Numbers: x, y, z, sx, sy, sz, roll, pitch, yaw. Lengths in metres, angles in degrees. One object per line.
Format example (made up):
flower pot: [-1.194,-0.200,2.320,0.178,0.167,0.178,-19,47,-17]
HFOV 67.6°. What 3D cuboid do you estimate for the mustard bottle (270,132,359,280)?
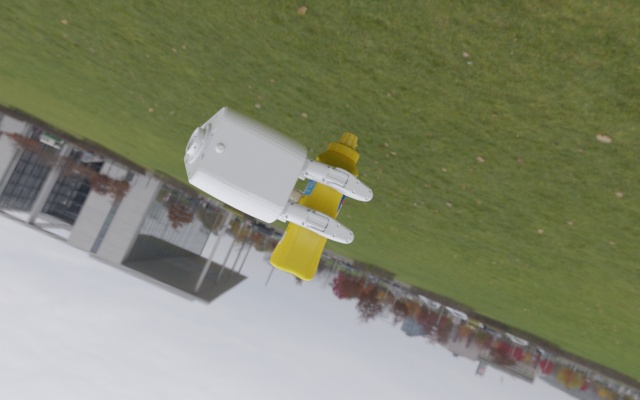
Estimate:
mustard bottle: [0.000,0.002,0.602,0.058,0.191,0.096,24,-6,-3]
